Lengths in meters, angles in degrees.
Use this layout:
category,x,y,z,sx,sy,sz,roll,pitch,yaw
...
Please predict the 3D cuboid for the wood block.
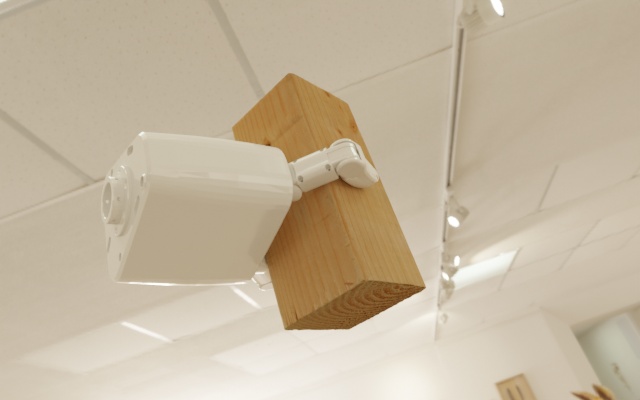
category,x,y,z,sx,sy,sz,roll,pitch,yaw
wood block,0.000,0.001,0.429,0.091,0.206,0.090,-36,-33,29
